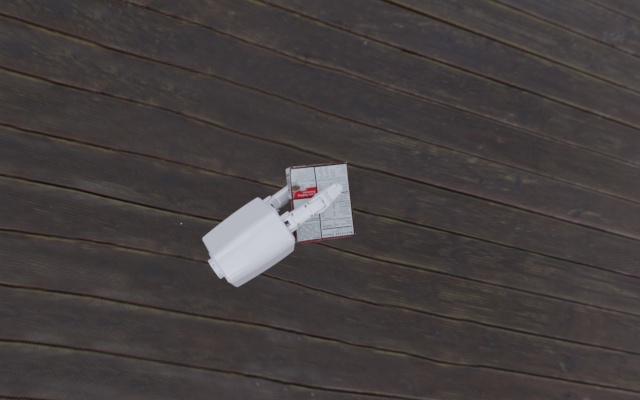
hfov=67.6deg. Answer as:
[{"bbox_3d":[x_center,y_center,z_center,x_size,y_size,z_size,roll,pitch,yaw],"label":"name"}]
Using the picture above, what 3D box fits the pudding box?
[{"bbox_3d":[0.000,0.002,0.707,0.090,0.113,0.039,-6,2,-11],"label":"pudding box"}]
